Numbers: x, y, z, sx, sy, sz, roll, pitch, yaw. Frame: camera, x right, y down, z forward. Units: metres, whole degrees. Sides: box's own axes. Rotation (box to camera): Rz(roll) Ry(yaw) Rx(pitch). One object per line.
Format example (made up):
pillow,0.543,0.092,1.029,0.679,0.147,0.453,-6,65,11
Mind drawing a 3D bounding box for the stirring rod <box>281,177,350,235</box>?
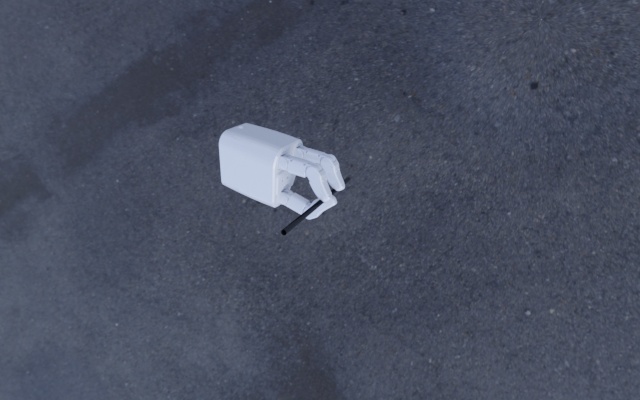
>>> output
stirring rod,0.000,0.002,0.719,0.011,0.011,0.239,0,19,25
